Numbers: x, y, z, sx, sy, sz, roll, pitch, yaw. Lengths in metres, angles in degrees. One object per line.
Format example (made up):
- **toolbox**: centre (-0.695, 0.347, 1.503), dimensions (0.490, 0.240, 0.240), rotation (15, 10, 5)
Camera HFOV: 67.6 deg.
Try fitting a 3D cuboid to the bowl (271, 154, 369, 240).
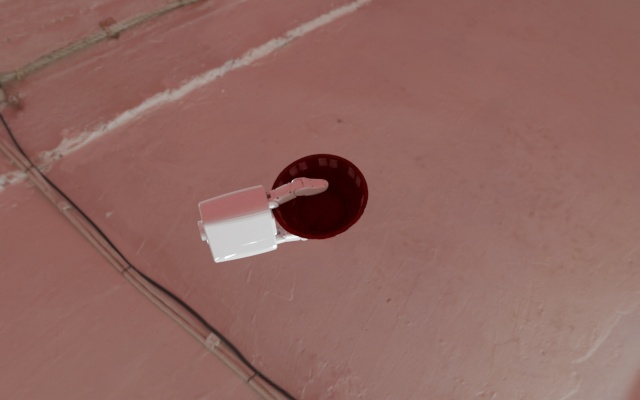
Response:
- **bowl**: centre (0.002, 0.003, 0.797), dimensions (0.162, 0.162, 0.055), rotation (0, -29, 9)
